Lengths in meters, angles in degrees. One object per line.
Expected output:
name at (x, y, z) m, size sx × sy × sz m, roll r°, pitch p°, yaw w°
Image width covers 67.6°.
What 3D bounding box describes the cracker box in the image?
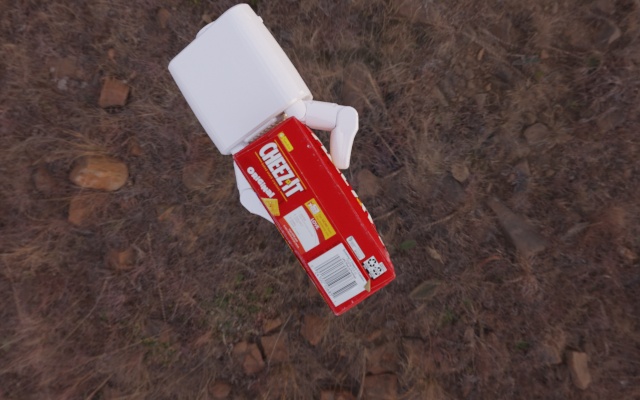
cracker box at (0.000, 0.002, 0.498) m, size 0.072 × 0.164 × 0.213 m, roll -33°, pitch 4°, yaw 5°
